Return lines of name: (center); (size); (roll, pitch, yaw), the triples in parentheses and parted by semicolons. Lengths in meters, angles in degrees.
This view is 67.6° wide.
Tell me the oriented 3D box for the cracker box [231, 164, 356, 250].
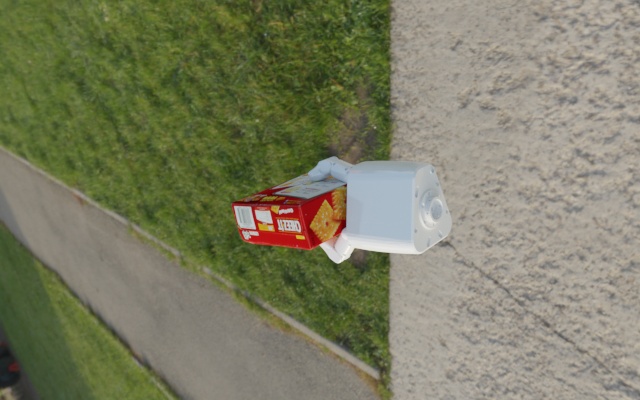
cracker box: (0.000, 0.002, 0.732); (0.213, 0.072, 0.164); (-24, 16, -40)
